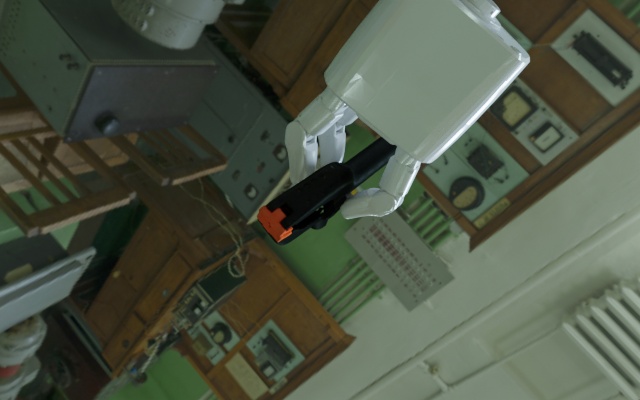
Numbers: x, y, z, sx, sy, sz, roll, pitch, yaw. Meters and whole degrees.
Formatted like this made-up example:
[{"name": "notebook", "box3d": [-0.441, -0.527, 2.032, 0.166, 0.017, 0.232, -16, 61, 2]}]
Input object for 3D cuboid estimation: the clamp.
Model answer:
[{"name": "clamp", "box3d": [0.000, 0.002, 0.460, 0.165, 0.036, 0.210, -47, -9, 34]}]
